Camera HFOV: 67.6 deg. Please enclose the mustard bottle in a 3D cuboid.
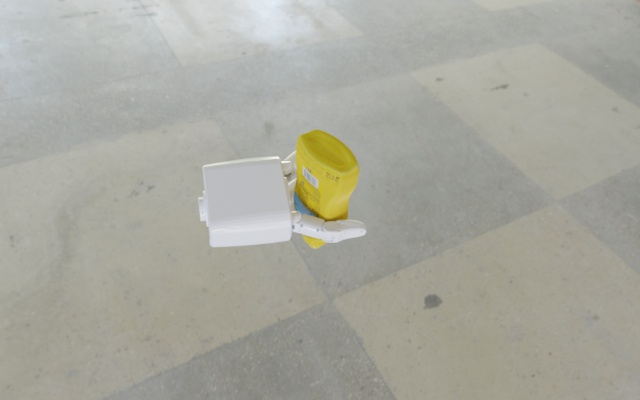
[{"bbox_3d":[0.000,0.002,0.669,0.058,0.192,0.096,-27,55,-30],"label":"mustard bottle"}]
